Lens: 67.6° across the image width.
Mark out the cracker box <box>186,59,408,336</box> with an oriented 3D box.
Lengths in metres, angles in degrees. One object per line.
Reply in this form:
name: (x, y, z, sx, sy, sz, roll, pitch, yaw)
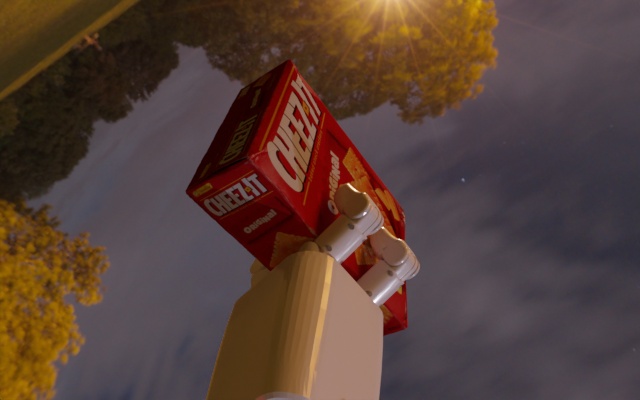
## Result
cracker box: (0.000, 0.002, 0.436, 0.072, 0.214, 0.164, -25, 32, 26)
